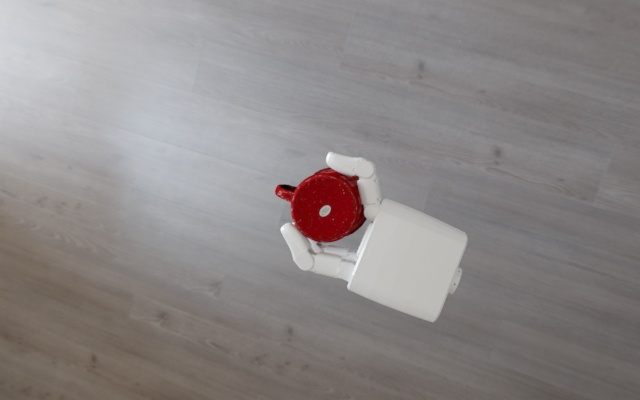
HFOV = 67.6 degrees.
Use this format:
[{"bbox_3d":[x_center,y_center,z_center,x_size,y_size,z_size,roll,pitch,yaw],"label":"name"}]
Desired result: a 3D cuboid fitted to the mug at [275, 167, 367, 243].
[{"bbox_3d":[-0.001,0.001,0.585,0.117,0.093,0.081,20,8,9],"label":"mug"}]
